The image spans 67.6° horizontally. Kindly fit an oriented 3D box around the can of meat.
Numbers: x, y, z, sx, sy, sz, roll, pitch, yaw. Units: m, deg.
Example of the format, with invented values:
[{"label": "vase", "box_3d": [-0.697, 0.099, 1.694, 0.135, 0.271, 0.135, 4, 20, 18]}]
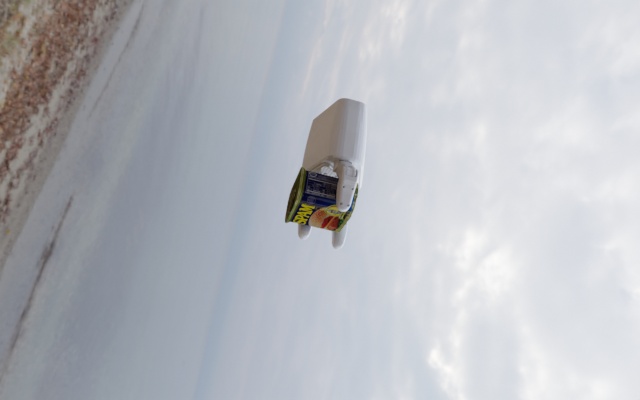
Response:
[{"label": "can of meat", "box_3d": [0.000, 0.002, 0.691, 0.084, 0.057, 0.102, 13, -27, -10]}]
